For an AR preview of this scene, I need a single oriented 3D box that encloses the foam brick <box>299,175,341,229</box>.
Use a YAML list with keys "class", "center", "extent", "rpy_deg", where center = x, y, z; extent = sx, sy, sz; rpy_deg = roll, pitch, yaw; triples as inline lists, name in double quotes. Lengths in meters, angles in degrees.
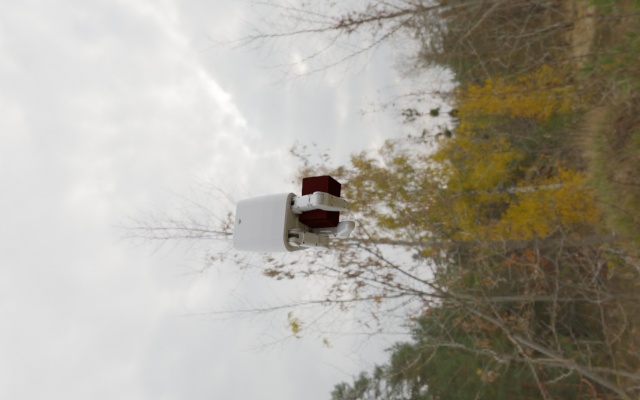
- class: "foam brick"
  center: [0.000, 0.002, 0.801]
  extent: [0.051, 0.078, 0.053]
  rpy_deg: [-5, -20, 27]
